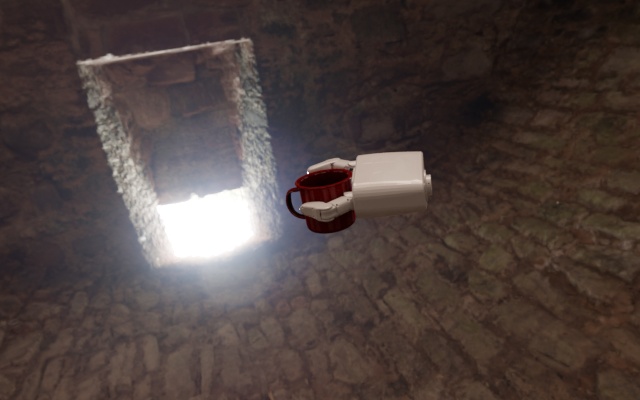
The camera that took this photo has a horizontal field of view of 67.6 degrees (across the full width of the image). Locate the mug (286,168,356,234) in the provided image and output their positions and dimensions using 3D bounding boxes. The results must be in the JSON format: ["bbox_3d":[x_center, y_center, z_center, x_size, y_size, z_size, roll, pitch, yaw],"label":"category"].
[{"bbox_3d":[-0.001,0.003,0.771,0.117,0.081,0.093,-5,20,15],"label":"mug"}]
